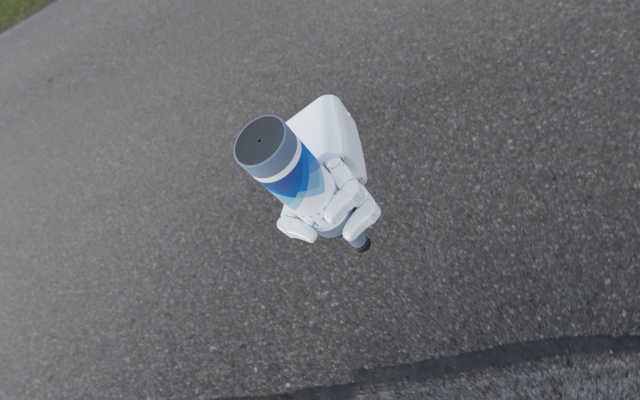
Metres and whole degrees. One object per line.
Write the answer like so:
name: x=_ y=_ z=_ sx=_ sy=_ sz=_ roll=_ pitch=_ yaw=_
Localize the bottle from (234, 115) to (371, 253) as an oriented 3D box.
bottle: x=0.000 y=0.002 z=0.620 sx=0.069 sy=0.069 sz=0.296 roll=0 pitch=-27 yaw=30
